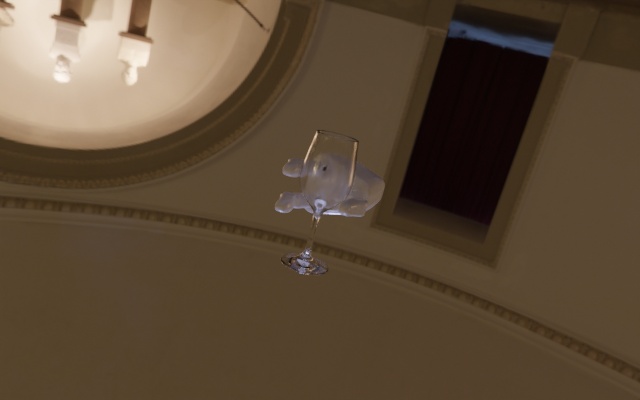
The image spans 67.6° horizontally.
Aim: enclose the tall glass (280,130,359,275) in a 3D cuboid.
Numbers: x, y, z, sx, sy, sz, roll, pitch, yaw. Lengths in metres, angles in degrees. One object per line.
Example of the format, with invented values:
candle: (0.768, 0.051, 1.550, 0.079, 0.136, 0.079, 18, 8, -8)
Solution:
tall glass: (0.000, 0.003, 0.695, 0.079, 0.201, 0.079, 14, 14, -4)
